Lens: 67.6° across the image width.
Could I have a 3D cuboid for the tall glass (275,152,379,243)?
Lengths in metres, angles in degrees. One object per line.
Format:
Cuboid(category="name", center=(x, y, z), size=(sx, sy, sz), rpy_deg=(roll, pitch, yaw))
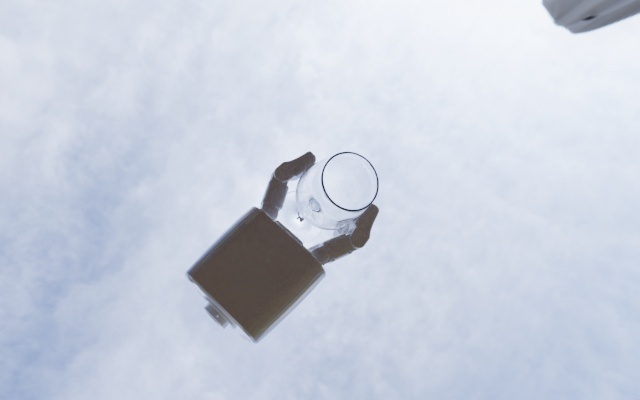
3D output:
Cuboid(category="tall glass", center=(0.000, 0.002, 0.566), size=(0.079, 0.079, 0.201), rpy_deg=(0, -13, -18))
